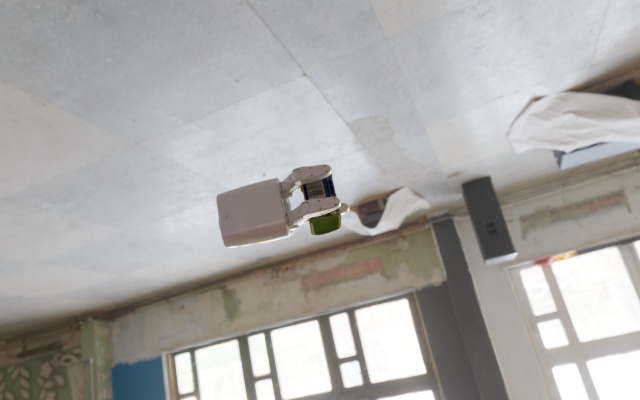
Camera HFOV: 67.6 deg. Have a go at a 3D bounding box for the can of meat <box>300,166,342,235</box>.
[{"bbox_3d":[0.000,0.003,0.779,0.057,0.084,0.102,-12,-20,-2],"label":"can of meat"}]
